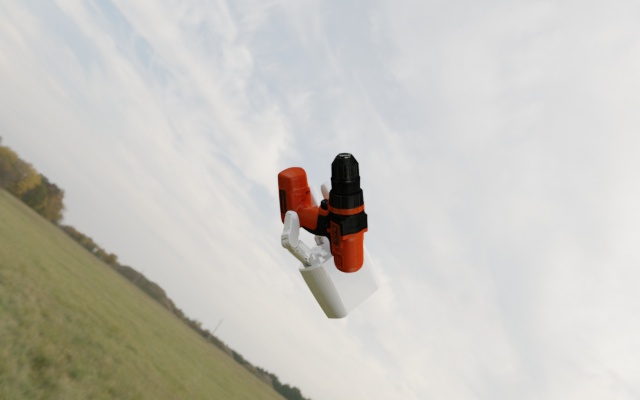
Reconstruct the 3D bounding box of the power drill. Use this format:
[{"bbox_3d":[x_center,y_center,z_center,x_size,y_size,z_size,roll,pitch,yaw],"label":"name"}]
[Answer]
[{"bbox_3d":[0.000,0.003,0.748,0.057,0.184,0.187,-14,23,-30],"label":"power drill"}]
